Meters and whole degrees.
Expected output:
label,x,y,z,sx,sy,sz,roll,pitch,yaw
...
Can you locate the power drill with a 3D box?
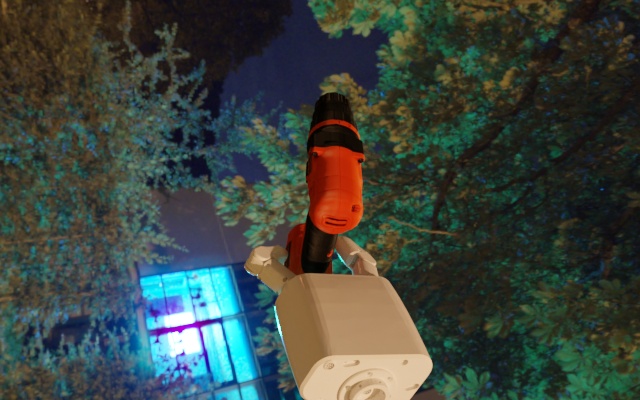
label,x,y,z,sx,sy,sz,roll,pitch,yaw
power drill,0.000,0.002,0.503,0.057,0.188,0.184,8,43,-5
